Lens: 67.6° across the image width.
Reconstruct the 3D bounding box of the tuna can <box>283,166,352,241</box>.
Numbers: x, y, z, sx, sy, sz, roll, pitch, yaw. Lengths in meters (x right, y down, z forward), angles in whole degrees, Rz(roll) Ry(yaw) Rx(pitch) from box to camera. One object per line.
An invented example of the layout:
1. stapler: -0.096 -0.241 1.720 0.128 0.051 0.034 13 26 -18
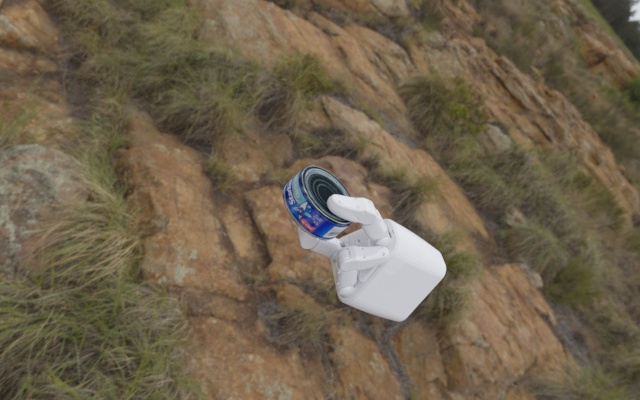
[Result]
1. tuna can: 0.000 0.001 0.556 0.034 0.086 0.086 -41 -24 31
